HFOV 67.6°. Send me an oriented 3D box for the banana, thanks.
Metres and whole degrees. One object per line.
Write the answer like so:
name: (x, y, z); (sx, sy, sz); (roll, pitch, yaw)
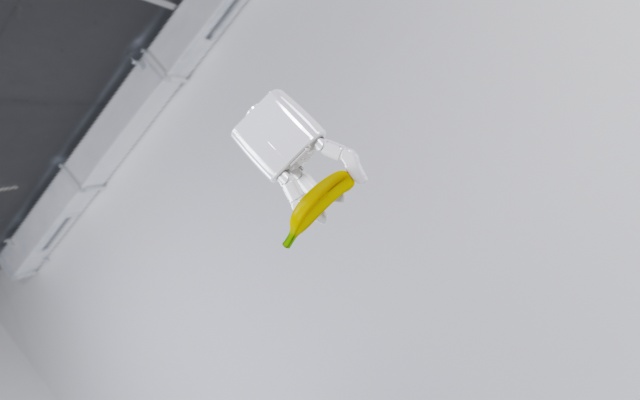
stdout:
banana: (0.006, -0.007, 0.713); (0.197, 0.037, 0.070); (-41, -8, -45)
